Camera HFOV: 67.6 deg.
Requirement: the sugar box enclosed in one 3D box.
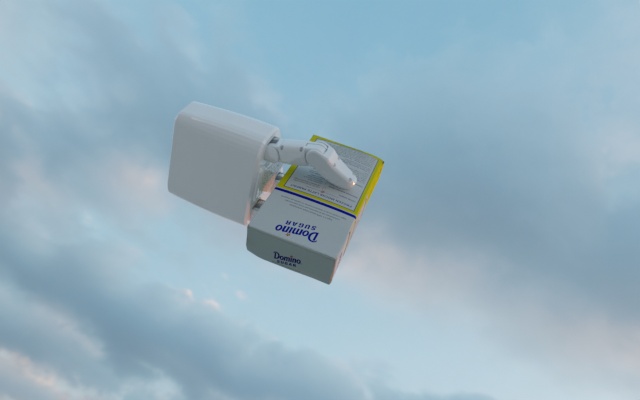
[{"bbox_3d":[0.000,0.002,0.514,0.093,0.048,0.176,20,45,10],"label":"sugar box"}]
